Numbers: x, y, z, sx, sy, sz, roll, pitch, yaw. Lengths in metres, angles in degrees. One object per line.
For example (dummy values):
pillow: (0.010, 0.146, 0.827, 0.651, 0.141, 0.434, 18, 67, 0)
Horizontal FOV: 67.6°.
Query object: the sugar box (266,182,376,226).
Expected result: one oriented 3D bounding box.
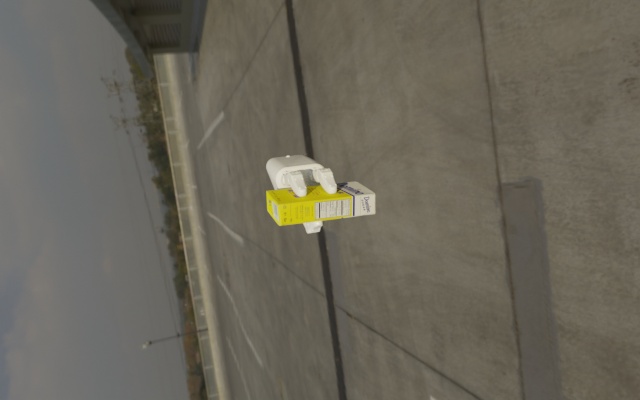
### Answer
sugar box: (0.000, 0.002, 0.848, 0.176, 0.048, 0.093, -9, 19, -17)
